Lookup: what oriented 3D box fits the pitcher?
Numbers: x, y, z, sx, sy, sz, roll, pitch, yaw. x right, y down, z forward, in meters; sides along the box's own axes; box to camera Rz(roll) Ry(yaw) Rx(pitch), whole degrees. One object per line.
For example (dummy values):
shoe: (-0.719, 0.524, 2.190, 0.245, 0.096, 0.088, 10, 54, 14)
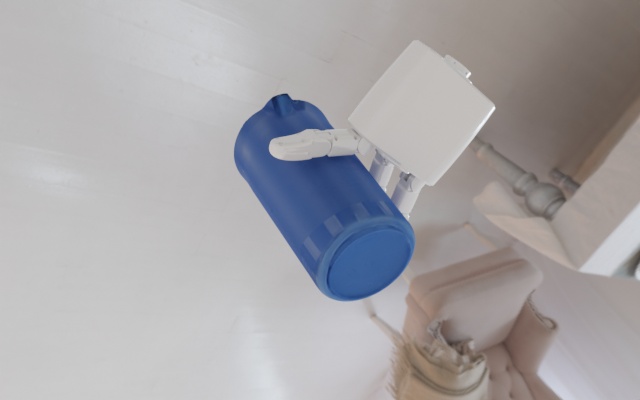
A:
pitcher: (0.000, 0.002, 0.543, 0.149, 0.145, 0.242, 26, 19, -40)
